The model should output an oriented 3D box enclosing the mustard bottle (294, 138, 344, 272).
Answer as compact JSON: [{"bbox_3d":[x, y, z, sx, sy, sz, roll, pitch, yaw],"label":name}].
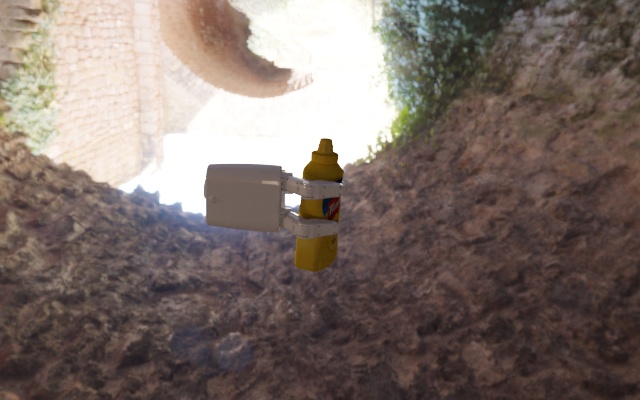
[{"bbox_3d":[0.000,0.003,0.710,0.058,0.192,0.096,12,20,21],"label":"mustard bottle"}]
